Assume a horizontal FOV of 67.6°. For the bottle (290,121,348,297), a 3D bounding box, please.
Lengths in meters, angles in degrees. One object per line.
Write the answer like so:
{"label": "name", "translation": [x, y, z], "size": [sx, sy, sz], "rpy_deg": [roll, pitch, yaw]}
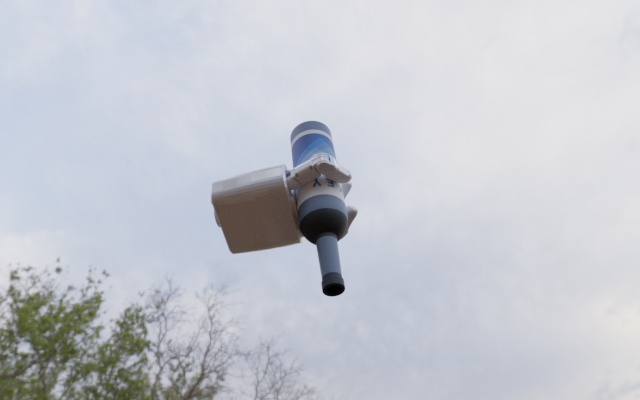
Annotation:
{"label": "bottle", "translation": [0.000, 0.002, 0.664], "size": [0.069, 0.295, 0.069], "rpy_deg": [-4, -45, -4]}
